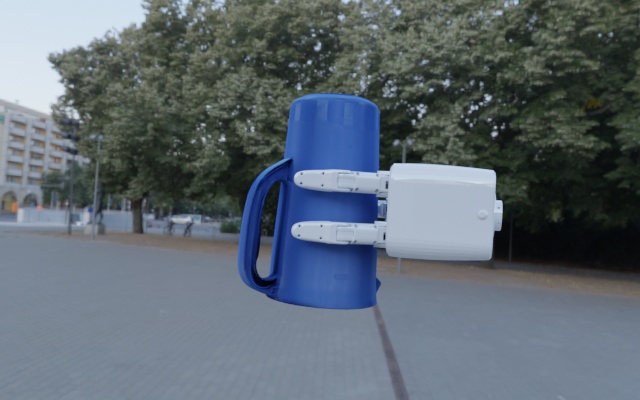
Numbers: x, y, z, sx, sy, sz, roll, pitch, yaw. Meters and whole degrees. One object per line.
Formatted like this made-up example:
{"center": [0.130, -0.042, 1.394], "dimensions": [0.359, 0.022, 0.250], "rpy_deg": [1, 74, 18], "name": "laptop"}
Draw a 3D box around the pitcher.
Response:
{"center": [0.000, 0.002, 0.567], "dimensions": [0.145, 0.243, 0.149], "rpy_deg": [3, -2, 16], "name": "pitcher"}
